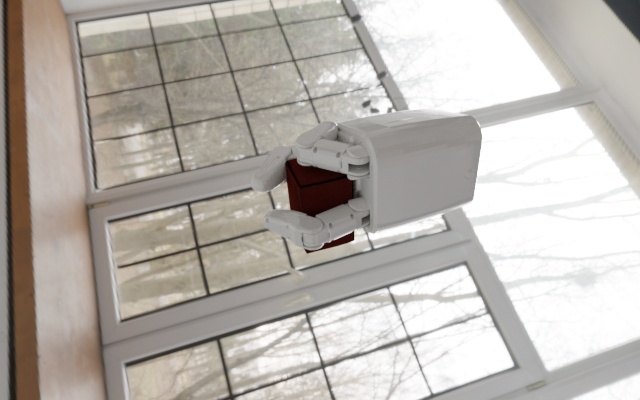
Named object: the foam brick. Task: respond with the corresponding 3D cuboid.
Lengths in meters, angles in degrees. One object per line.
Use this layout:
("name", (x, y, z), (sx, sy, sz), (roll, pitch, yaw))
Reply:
("foam brick", (0.000, 0.002, 0.455), (0.051, 0.078, 0.053), (-14, 36, -13))
